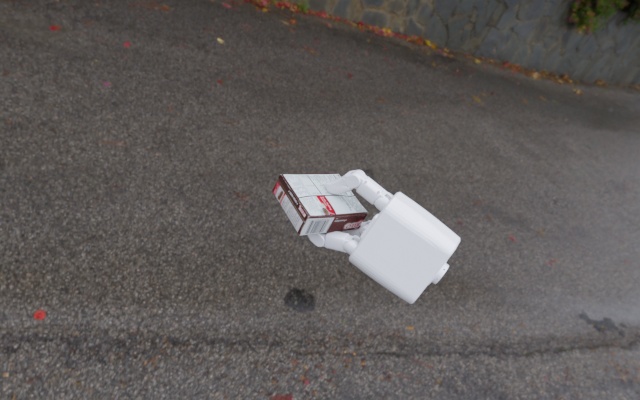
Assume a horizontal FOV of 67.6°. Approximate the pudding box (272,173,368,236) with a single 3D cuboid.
[{"bbox_3d":[0.000,0.002,0.685,0.113,0.039,0.090,-2,44,-40],"label":"pudding box"}]
